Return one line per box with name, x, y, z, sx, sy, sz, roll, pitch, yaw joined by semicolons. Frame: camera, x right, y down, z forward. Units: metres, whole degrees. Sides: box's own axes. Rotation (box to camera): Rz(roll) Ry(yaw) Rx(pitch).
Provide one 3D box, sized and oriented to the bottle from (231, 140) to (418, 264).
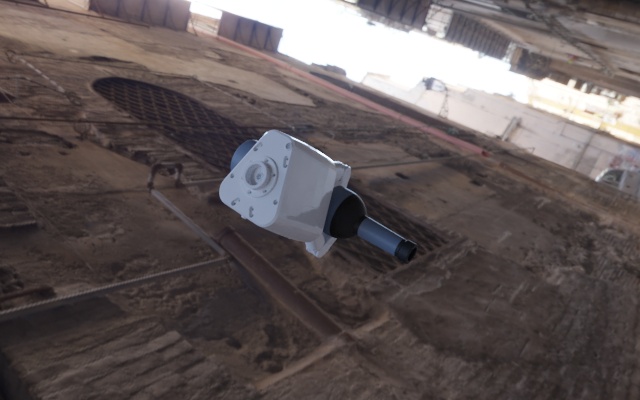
bottle;0.000;0.002;0.652;0.295;0.069;0.069;30;16;29
